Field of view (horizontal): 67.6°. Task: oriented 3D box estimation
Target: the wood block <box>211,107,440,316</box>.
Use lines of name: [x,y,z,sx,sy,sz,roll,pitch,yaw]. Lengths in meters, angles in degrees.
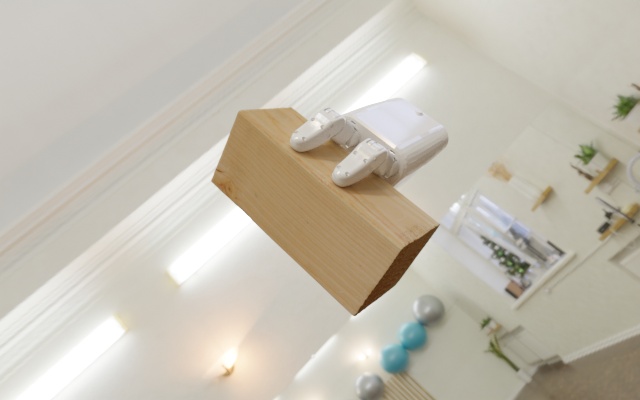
wood block: [0.000,0.002,0.480,0.206,0.091,0.090,41,31,21]
